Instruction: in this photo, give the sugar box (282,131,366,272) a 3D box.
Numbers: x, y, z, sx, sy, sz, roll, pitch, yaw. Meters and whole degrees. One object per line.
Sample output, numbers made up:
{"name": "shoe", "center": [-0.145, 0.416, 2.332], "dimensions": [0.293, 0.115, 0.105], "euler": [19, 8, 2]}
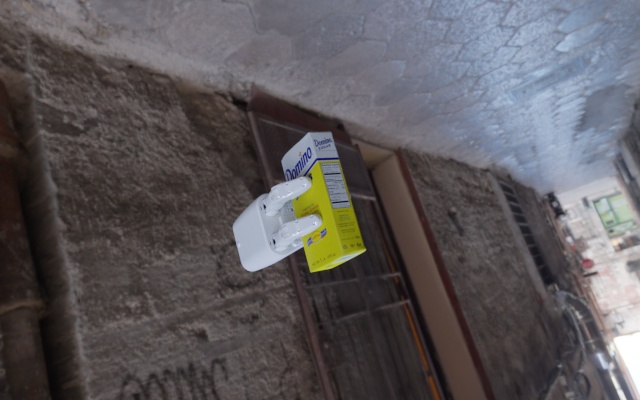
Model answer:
{"name": "sugar box", "center": [0.000, 0.002, 0.666], "dimensions": [0.048, 0.176, 0.093], "euler": [-9, -16, -35]}
